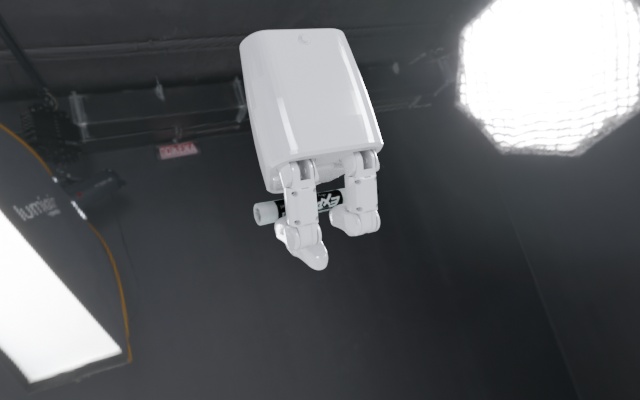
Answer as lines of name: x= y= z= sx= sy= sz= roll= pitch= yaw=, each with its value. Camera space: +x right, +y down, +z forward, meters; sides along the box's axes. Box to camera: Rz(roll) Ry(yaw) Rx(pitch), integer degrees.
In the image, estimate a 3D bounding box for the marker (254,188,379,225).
marker: x=0.000 y=0.001 z=0.426 sx=0.121 sy=0.020 sz=0.020 roll=-11 pitch=5 yaw=-26
